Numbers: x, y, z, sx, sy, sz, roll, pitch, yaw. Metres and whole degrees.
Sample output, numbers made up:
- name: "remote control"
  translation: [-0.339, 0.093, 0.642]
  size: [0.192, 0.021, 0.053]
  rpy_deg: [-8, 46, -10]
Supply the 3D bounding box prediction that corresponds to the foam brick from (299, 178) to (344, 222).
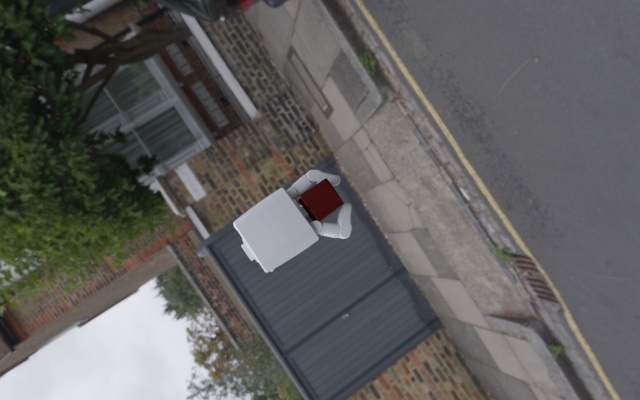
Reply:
- name: "foam brick"
  translation: [0.000, 0.002, 0.810]
  size: [0.051, 0.053, 0.078]
  rpy_deg: [-35, -2, -9]
